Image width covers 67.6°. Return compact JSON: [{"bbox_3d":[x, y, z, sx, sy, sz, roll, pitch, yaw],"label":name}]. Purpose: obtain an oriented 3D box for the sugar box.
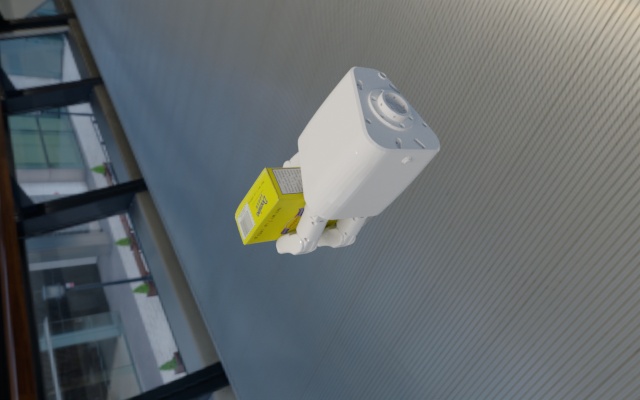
[{"bbox_3d":[0.000,0.002,0.545,0.176,0.048,0.093,-3,-31,-36],"label":"sugar box"}]
